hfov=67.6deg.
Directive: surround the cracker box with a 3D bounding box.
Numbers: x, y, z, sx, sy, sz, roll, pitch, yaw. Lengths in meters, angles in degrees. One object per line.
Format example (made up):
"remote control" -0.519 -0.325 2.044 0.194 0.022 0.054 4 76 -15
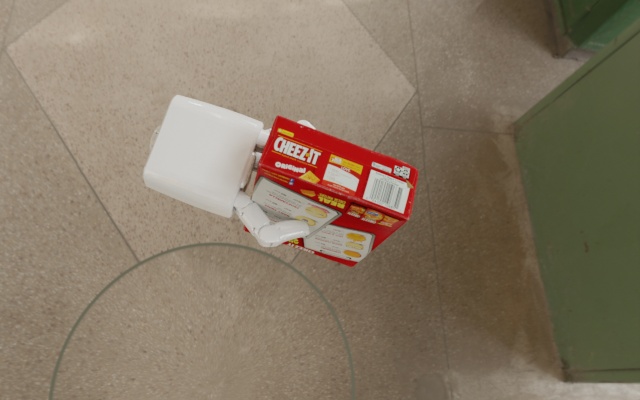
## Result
"cracker box" 0.000 0.002 0.579 0.164 0.072 0.214 20 -24 -5
